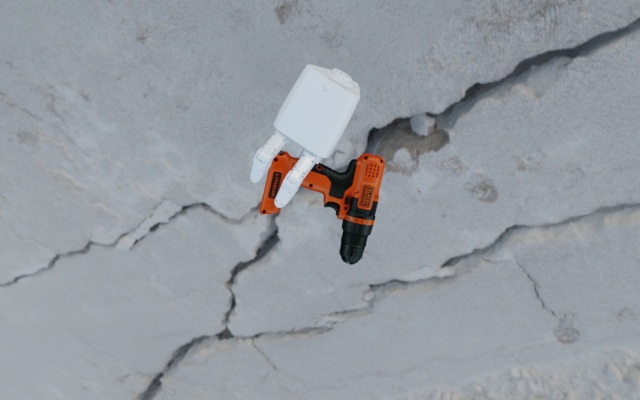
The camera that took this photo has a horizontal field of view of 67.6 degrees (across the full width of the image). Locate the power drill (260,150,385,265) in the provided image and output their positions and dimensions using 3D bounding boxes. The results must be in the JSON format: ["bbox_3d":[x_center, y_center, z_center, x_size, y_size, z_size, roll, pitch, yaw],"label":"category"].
[{"bbox_3d":[0.000,0.002,0.771,0.187,0.184,0.057,11,6,-9],"label":"power drill"}]
